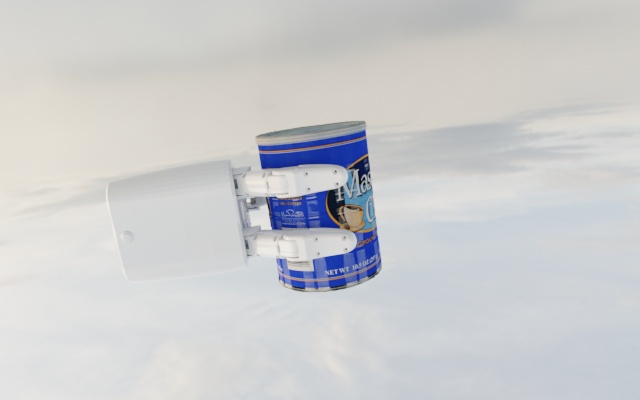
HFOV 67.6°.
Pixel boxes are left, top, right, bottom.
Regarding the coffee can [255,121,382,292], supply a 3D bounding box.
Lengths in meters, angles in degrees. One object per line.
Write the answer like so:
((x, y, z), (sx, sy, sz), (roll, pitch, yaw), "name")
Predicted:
((0.000, 0.001, 0.453), (0.103, 0.140, 0.102), (-8, 12, 2), "coffee can")
